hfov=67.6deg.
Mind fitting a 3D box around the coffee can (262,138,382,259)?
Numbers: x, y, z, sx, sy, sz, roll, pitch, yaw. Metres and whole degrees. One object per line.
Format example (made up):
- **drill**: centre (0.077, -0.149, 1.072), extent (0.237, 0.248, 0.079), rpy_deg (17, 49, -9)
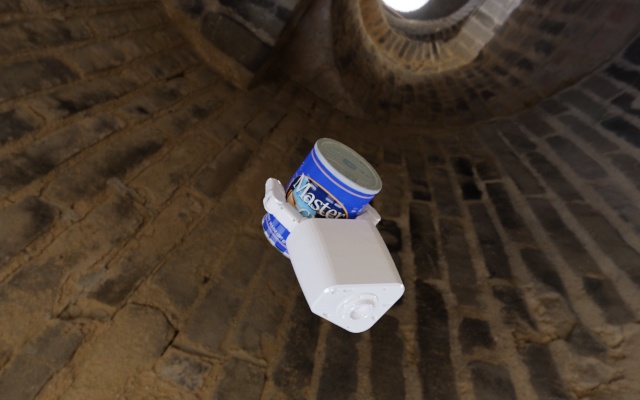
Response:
- **coffee can**: centre (0.000, 0.002, 0.643), extent (0.103, 0.140, 0.102), rpy_deg (29, 27, -16)
